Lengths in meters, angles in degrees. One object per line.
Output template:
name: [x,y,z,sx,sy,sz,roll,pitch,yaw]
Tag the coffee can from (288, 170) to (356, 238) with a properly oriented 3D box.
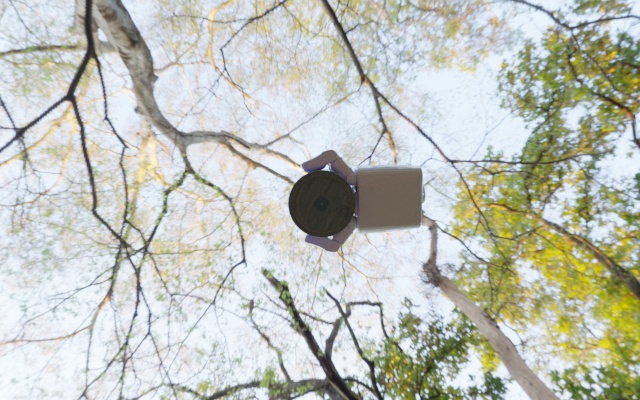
coffee can: [0.000,0.003,0.789,0.103,0.103,0.140,0,2,-2]
